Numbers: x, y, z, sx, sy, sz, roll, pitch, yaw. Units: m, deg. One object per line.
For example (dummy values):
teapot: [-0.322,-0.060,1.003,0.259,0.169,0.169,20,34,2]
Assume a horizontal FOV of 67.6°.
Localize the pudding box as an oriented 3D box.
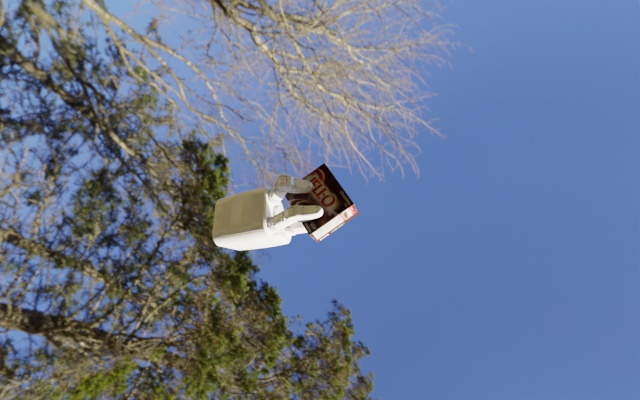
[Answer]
pudding box: [0.000,0.003,0.813,0.090,0.113,0.039,-36,-36,2]
